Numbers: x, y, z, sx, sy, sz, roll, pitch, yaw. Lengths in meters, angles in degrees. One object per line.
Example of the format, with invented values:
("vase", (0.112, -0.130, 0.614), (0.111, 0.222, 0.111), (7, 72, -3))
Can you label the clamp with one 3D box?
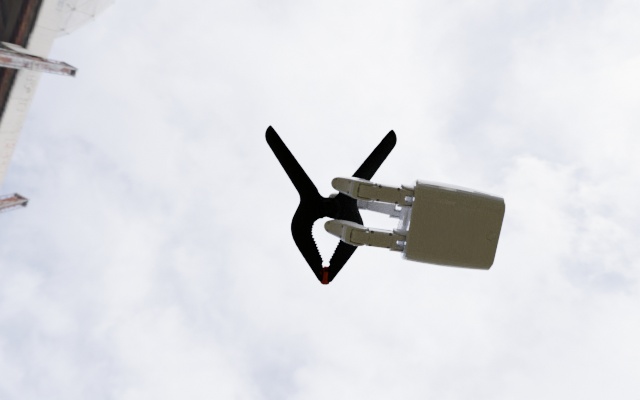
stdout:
("clamp", (0.000, 0.002, 0.613), (0.164, 0.210, 0.036), (9, 10, 2))
